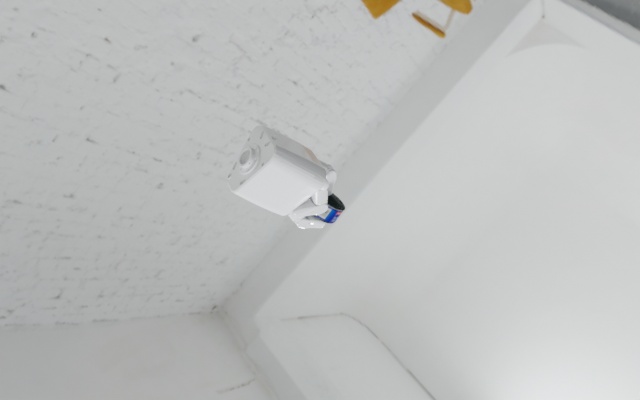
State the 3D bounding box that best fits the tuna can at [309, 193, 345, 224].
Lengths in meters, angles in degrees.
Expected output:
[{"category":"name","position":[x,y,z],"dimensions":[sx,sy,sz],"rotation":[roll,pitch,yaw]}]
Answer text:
[{"category":"tuna can","position":[0.000,0.003,0.855],"dimensions":[0.086,0.034,0.086],"rotation":[33,16,-11]}]
